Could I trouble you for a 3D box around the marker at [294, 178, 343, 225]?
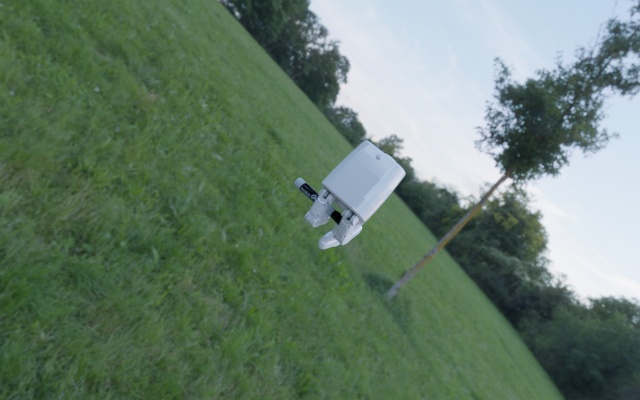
[{"bbox_3d":[0.000,0.003,0.845,0.121,0.020,0.020,42,18,22],"label":"marker"}]
